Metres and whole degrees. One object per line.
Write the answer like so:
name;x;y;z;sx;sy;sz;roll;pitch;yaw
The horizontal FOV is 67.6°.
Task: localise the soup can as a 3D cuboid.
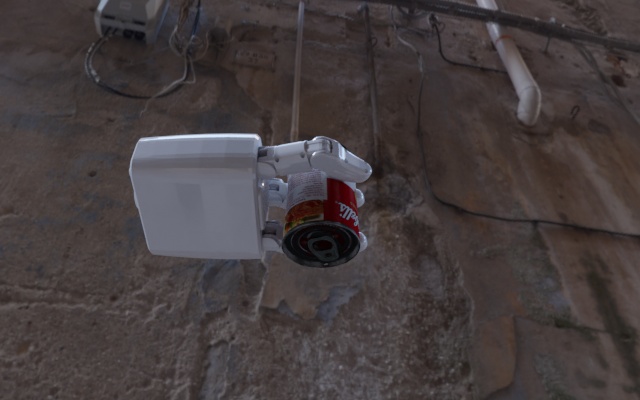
soup can;0.001;0.001;0.441;0.068;0.102;0.069;0;-40;0
